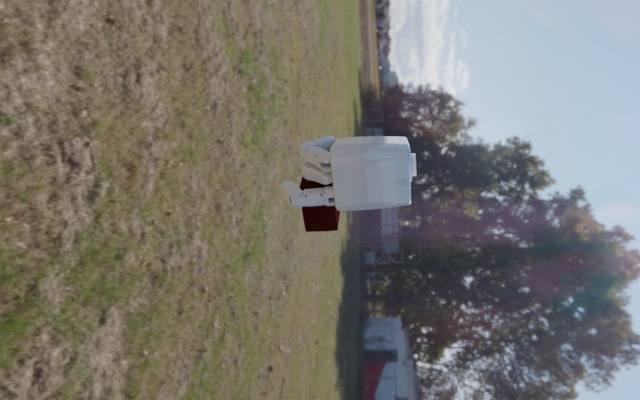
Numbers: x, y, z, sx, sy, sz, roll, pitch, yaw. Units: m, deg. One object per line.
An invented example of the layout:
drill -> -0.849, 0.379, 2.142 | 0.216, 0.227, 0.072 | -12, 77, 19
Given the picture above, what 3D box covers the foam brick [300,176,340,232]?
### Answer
foam brick -> 0.000, 0.003, 0.730 | 0.051, 0.078, 0.053 | -3, 31, 8
